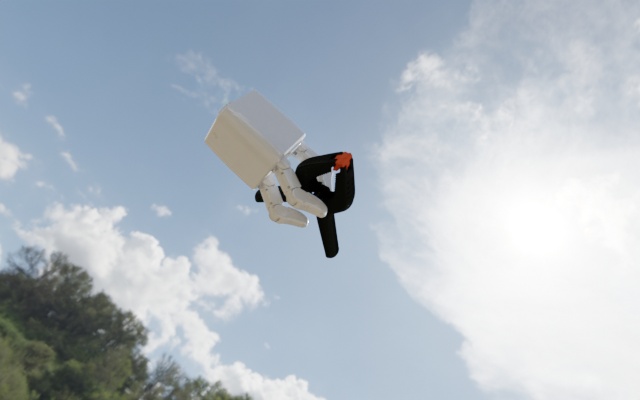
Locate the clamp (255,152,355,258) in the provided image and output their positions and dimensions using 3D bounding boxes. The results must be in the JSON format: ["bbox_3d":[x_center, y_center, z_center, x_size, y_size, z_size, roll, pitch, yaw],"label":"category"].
[{"bbox_3d":[0.001,0.001,0.709,0.036,0.164,0.210,-53,7,-38],"label":"clamp"}]
